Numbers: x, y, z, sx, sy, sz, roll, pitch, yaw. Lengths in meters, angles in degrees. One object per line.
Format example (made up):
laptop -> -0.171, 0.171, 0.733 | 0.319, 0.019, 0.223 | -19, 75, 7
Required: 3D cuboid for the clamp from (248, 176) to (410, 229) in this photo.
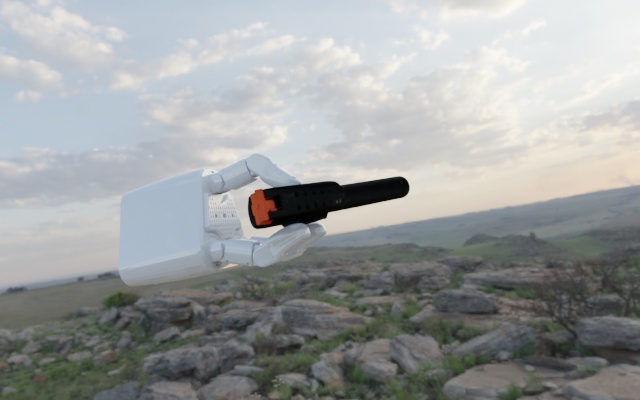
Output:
clamp -> -0.001, 0.001, 0.479 | 0.164, 0.036, 0.210 | -17, -6, 16
